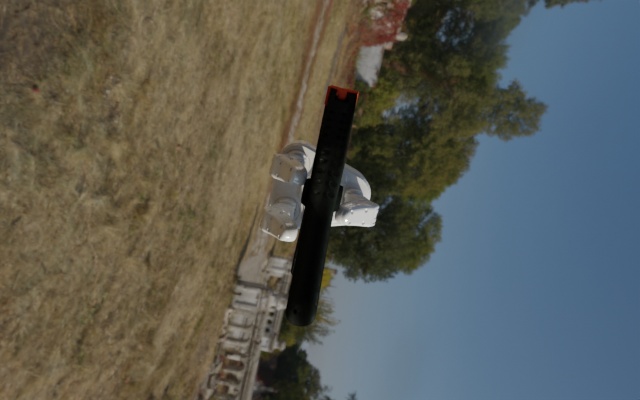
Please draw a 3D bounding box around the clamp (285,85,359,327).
[{"bbox_3d":[0.001,0.001,0.438,0.036,0.210,0.164,12,11,-4],"label":"clamp"}]
